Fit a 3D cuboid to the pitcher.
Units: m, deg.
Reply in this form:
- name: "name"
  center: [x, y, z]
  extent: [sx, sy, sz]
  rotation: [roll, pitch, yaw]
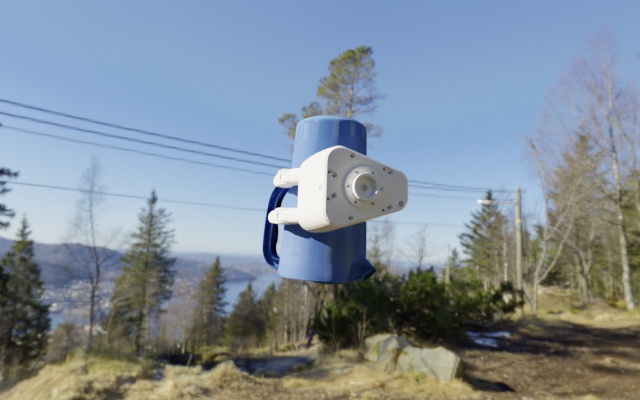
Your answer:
- name: "pitcher"
  center: [0.000, 0.002, 0.724]
  extent: [0.149, 0.243, 0.145]
  rotation: [5, -6, -15]
